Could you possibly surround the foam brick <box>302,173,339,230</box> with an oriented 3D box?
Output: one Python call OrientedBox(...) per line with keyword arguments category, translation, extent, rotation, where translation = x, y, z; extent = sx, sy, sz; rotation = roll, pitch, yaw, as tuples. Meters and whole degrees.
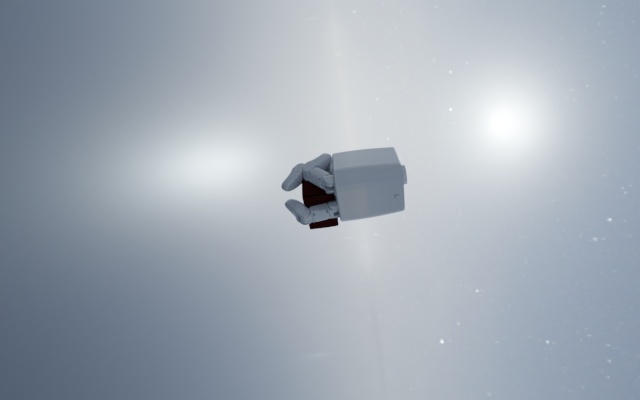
OrientedBox(category="foam brick", translation=(0.000, 0.003, 0.806), extent=(0.051, 0.078, 0.053), rotation=(-8, 42, 4))
